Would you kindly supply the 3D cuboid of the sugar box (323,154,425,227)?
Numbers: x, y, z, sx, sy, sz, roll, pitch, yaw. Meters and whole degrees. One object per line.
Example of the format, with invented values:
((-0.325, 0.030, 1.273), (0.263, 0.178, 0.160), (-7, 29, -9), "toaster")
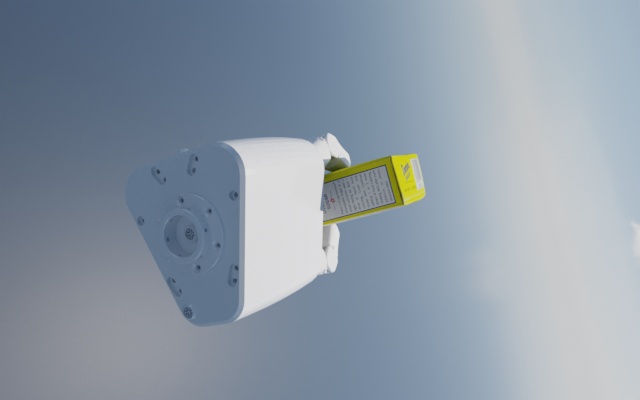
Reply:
((0.000, 0.001, 0.437), (0.176, 0.048, 0.093), (-13, 0, 24), "sugar box")
